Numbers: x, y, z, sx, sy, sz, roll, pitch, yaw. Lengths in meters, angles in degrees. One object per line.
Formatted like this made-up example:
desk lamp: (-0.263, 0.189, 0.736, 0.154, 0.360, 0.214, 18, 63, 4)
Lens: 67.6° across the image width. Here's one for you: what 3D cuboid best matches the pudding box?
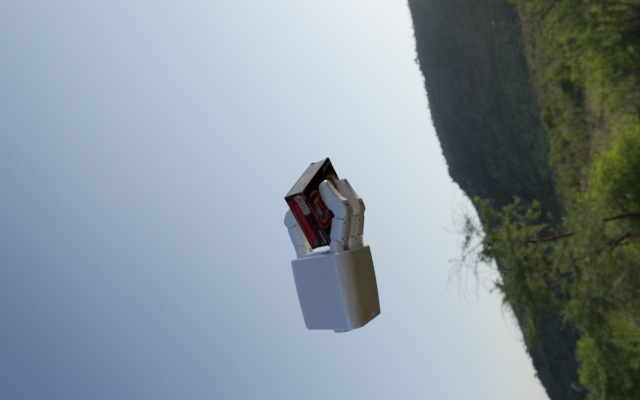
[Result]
pudding box: (0.000, 0.002, 0.691, 0.039, 0.090, 0.113, -16, 23, 27)
